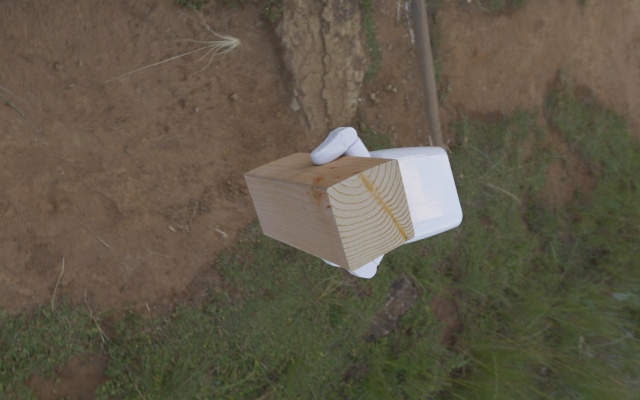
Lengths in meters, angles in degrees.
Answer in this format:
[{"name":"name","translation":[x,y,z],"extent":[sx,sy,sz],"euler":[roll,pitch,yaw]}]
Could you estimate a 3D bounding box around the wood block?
[{"name":"wood block","translation":[0.000,0.001,0.557],"extent":[0.090,0.091,0.206],"euler":[-24,18,-26]}]
